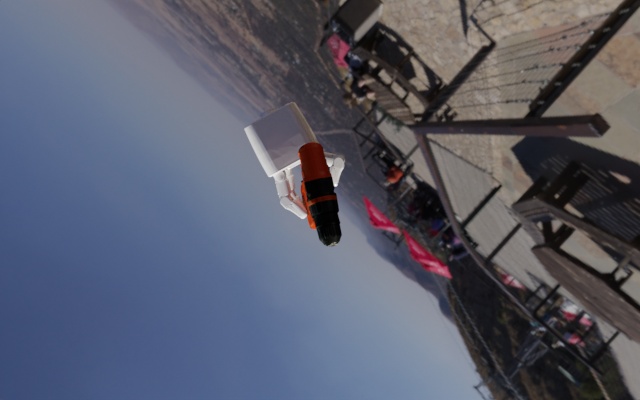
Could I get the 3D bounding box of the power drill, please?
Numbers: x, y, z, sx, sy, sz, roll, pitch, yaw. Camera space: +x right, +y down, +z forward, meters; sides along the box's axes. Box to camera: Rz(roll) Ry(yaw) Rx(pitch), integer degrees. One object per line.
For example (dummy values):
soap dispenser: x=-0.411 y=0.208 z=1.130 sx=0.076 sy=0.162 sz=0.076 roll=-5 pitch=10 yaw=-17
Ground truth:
power drill: x=0.000 y=0.003 z=0.887 sx=0.057 sy=0.184 sz=0.188 roll=-10 pitch=-12 yaw=-5
